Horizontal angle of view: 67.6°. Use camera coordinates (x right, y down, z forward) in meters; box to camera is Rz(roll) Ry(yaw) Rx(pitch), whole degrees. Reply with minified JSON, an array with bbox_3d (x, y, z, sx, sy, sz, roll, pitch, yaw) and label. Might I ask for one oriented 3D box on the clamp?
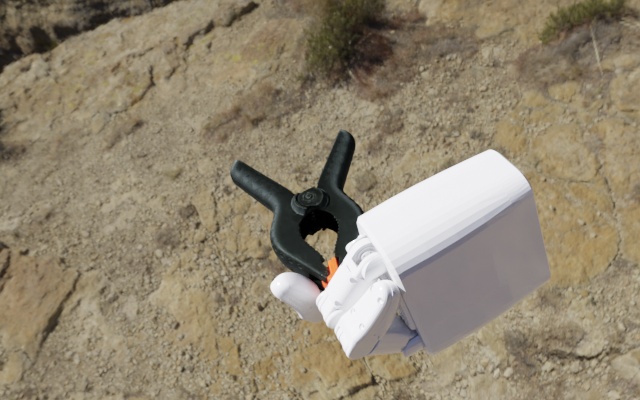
[{"bbox_3d":[0.000,0.001,0.406,0.120,0.171,0.039,-27,-39,-5],"label":"clamp"}]
